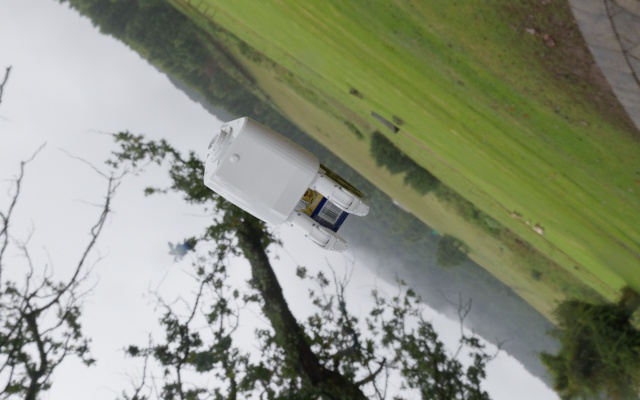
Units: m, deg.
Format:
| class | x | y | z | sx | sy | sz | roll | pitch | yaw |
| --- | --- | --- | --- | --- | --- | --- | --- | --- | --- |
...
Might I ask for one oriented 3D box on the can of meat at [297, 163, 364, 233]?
| class | x | y | z | sx | sy | sz | roll | pitch | yaw |
| --- | --- | --- | --- | --- | --- | --- | --- | --- | --- |
| can of meat | 0.000 | 0.002 | 0.640 | 0.057 | 0.084 | 0.102 | 31 | 6 | -28 |
